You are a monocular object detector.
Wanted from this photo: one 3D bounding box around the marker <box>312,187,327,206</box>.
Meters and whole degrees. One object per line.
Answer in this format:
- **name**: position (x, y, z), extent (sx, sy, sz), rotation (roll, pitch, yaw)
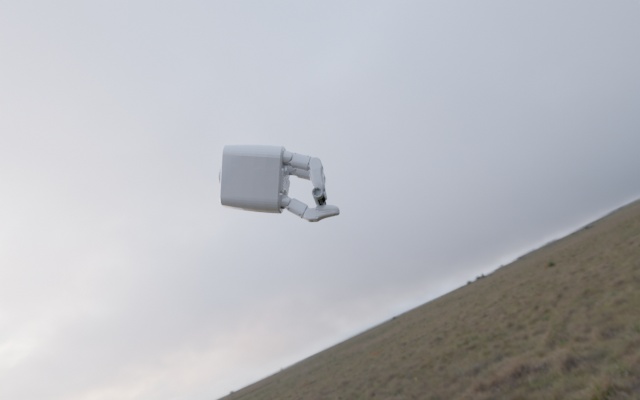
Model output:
- **marker**: position (0.000, 0.003, 0.821), extent (0.020, 0.020, 0.121), rotation (0, -15, 5)
